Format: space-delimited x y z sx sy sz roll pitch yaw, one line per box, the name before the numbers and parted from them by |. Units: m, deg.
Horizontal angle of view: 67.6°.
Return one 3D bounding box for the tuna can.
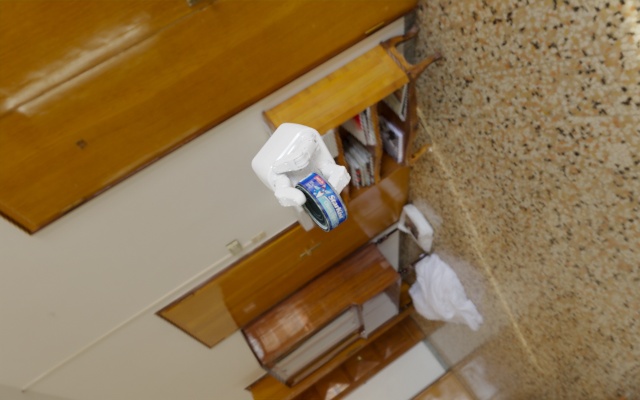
tuna can | 0.000 0.003 0.691 0.033 0.086 0.086 -35 10 -15
